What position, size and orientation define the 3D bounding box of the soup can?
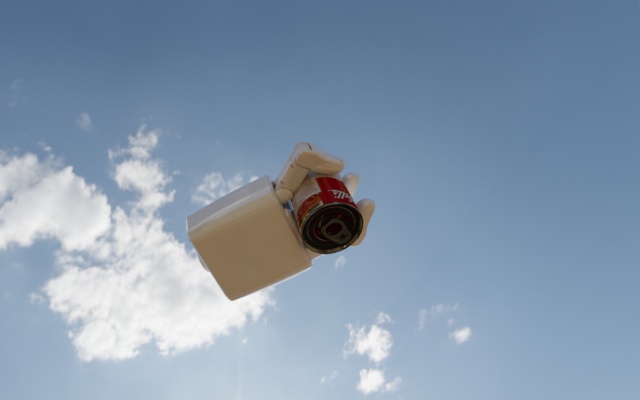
[{"bbox_3d":[0.000,0.001,0.535,0.068,0.068,0.102,0,35,-18],"label":"soup can"}]
